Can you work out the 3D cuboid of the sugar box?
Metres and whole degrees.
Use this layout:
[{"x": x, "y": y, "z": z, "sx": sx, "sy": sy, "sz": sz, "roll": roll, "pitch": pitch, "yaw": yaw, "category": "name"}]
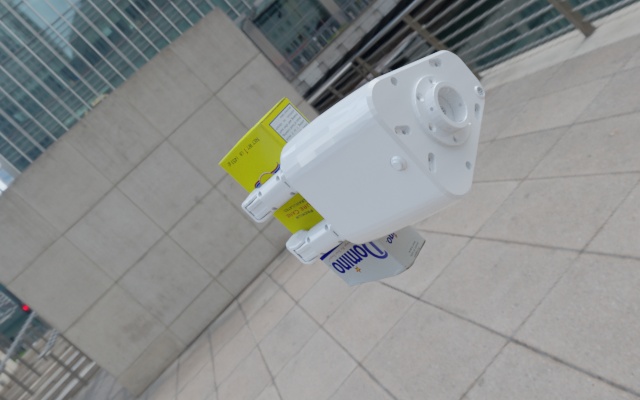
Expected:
[{"x": 0.000, "y": 0.002, "z": 0.428, "sx": 0.048, "sy": 0.176, "sz": 0.093, "roll": -51, "pitch": 13, "yaw": -34, "category": "sugar box"}]
